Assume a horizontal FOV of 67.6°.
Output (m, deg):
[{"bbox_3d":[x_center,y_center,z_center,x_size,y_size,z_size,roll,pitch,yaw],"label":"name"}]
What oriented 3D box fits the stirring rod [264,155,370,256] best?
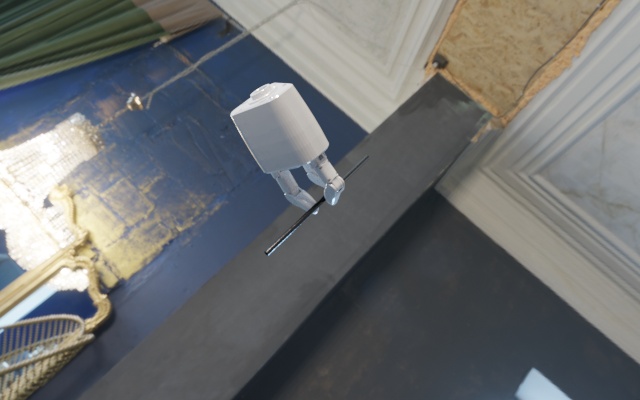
[{"bbox_3d":[0.000,0.002,0.743,0.239,0.011,0.011,-43,22,-26],"label":"stirring rod"}]
